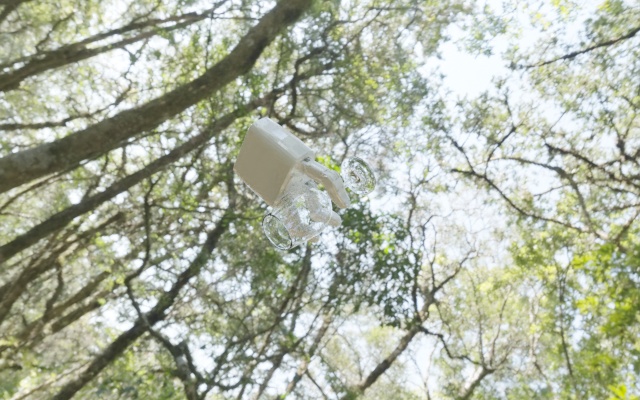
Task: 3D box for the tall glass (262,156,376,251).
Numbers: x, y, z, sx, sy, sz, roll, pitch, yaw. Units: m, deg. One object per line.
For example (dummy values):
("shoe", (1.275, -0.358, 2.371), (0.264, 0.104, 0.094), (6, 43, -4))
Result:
("tall glass", (0.001, 0.002, 0.762), (0.079, 0.079, 0.201), (0, 27, 47))
